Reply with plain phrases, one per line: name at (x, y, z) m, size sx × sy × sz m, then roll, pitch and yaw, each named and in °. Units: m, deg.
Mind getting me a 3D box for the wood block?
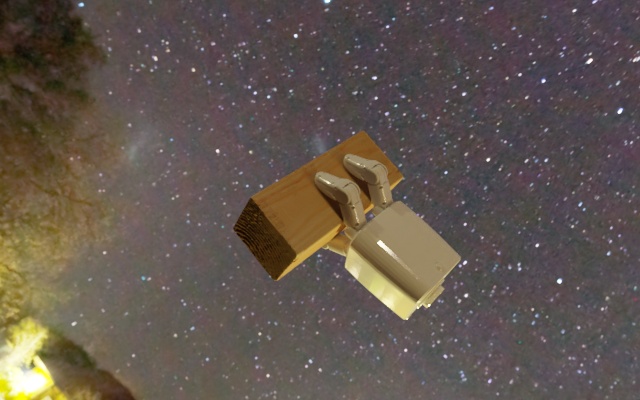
wood block at (0.000, 0.002, 0.629) m, size 0.206 × 0.090 × 0.091 m, roll -34°, pitch -11°, yaw -36°
